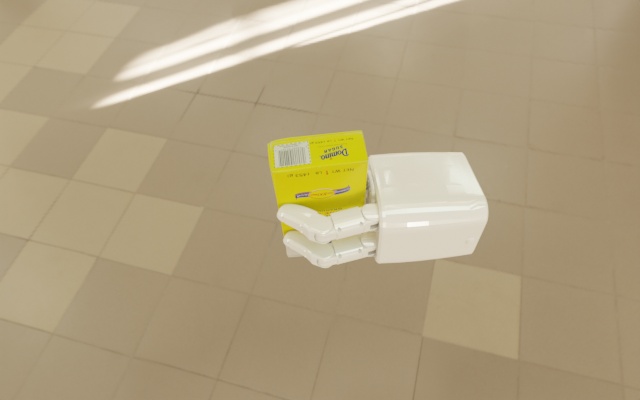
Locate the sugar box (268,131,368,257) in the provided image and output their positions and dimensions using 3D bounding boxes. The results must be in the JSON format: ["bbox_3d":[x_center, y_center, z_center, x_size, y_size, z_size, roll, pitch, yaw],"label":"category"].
[{"bbox_3d":[0.000,0.002,0.517,0.093,0.048,0.176,-6,-36,-1],"label":"sugar box"}]
